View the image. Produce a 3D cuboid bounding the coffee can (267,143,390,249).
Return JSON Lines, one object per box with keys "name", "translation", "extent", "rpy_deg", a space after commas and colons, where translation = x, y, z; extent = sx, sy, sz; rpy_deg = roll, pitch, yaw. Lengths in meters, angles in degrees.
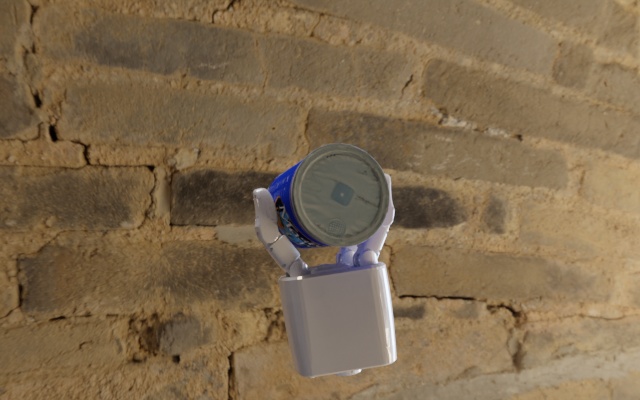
{"name": "coffee can", "translation": [0.000, 0.002, 0.532], "extent": [0.103, 0.103, 0.140], "rpy_deg": [0, -6, -18]}
